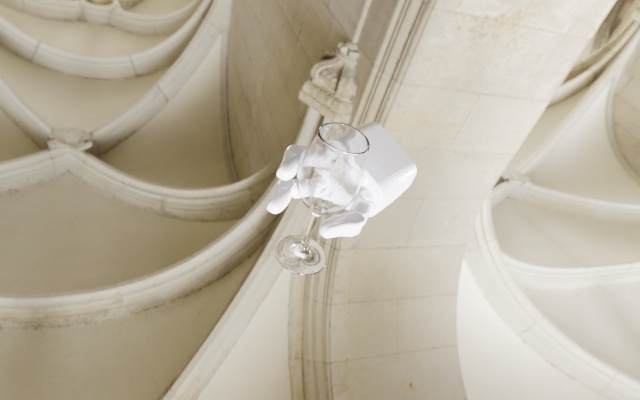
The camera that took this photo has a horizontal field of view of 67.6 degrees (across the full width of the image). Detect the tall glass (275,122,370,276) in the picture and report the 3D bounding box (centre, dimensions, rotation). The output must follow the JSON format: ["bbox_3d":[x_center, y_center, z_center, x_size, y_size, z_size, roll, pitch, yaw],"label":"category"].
[{"bbox_3d":[0.000,0.003,0.602,0.079,0.201,0.079,12,39,-10],"label":"tall glass"}]
